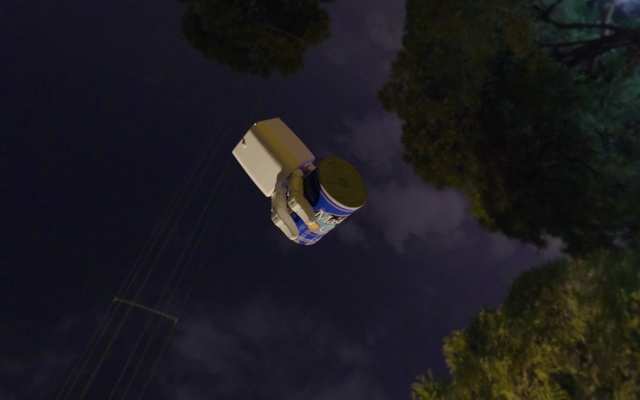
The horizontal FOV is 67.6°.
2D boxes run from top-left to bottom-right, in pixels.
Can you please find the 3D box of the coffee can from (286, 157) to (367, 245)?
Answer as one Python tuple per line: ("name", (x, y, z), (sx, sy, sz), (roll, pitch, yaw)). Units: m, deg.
("coffee can", (0.000, 0.003, 0.853), (0.103, 0.102, 0.140), (0, -30, -41))
